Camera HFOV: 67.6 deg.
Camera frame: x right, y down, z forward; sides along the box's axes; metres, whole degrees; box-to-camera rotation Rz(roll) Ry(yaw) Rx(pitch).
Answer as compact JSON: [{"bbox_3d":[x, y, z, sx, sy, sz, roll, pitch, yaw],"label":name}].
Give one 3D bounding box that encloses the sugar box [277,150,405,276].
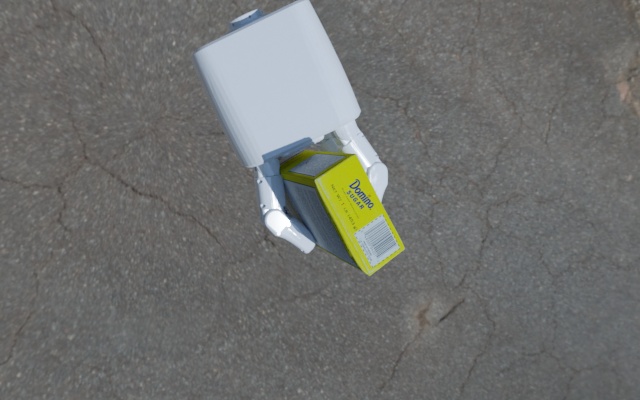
[{"bbox_3d":[0.000,0.001,0.444,0.048,0.093,0.176,-33,18,-12],"label":"sugar box"}]
